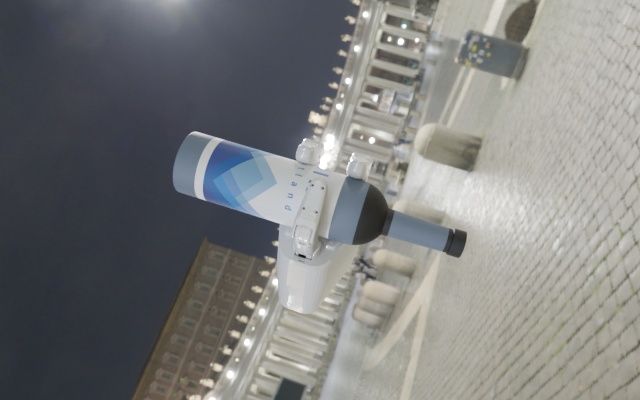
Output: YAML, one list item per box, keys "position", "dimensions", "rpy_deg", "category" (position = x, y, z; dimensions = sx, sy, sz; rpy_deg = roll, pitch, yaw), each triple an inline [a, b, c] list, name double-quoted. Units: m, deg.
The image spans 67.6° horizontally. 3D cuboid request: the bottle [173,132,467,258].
- position: [0.000, 0.001, 0.487]
  dimensions: [0.295, 0.069, 0.069]
  rpy_deg: [17, 2, 7]
  category: "bottle"
